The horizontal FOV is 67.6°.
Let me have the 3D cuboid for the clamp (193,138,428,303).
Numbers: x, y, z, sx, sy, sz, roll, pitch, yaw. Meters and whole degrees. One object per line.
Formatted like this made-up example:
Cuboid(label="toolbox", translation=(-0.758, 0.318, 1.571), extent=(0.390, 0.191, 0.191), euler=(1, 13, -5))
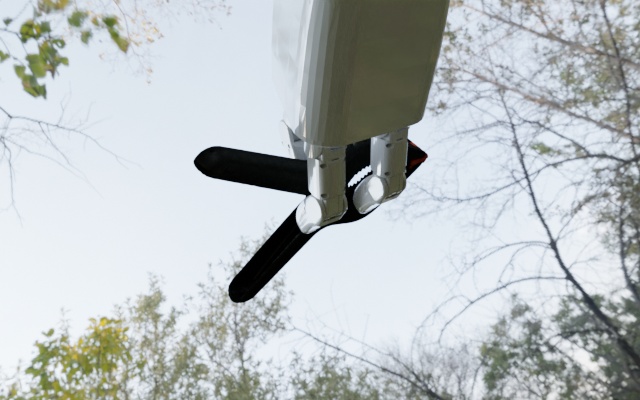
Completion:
Cuboid(label="clamp", translation=(0.000, 0.000, 0.407), extent=(0.210, 0.165, 0.036), euler=(-20, 49, -27))
